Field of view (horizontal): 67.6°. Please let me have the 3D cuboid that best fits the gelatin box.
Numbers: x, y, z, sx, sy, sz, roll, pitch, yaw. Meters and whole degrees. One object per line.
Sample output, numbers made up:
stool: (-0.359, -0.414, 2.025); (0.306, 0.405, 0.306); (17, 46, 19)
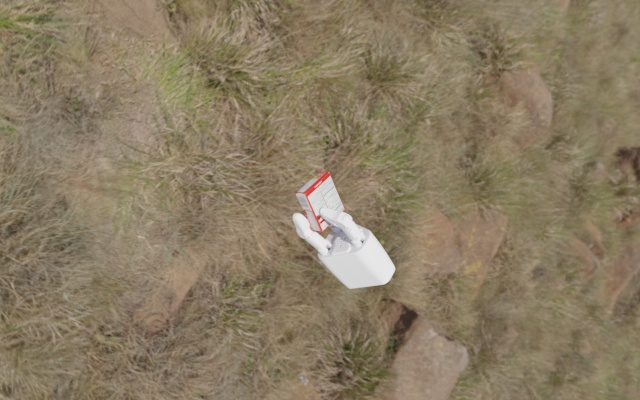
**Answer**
gelatin box: (0.000, 0.003, 0.881); (0.030, 0.089, 0.073); (6, 39, 44)
